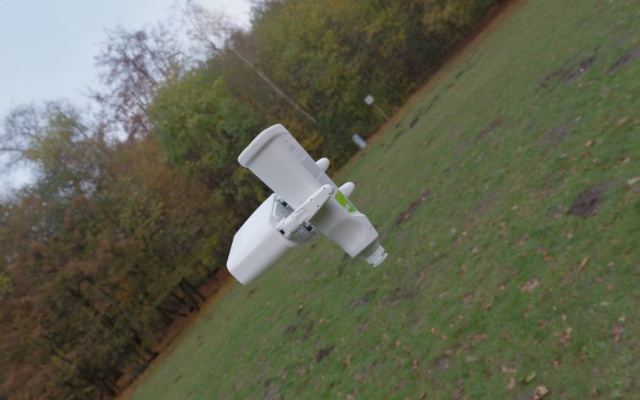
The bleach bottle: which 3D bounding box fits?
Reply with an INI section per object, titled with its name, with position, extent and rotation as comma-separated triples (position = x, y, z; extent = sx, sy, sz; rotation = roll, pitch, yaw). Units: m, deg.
[bleach bottle]
position = 0.000, 0.002, 0.694
extent = 0.068, 0.251, 0.102
rotation = -43, 4, 20
